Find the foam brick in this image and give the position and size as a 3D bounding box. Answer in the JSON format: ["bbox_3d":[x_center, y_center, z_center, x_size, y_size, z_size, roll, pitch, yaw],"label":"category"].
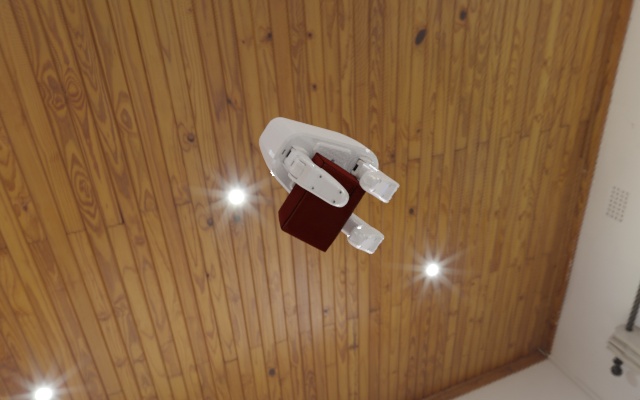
[{"bbox_3d":[0.000,0.002,0.478,0.053,0.078,0.051,31,9,-18],"label":"foam brick"}]
